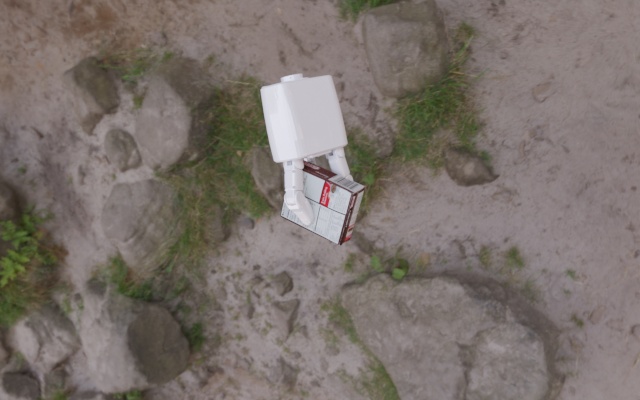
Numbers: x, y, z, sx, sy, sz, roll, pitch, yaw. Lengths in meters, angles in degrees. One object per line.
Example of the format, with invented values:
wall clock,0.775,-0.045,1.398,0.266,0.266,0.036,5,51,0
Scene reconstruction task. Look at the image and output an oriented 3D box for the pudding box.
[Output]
pudding box,0.000,0.002,0.706,0.113,0.090,0.039,26,28,25
